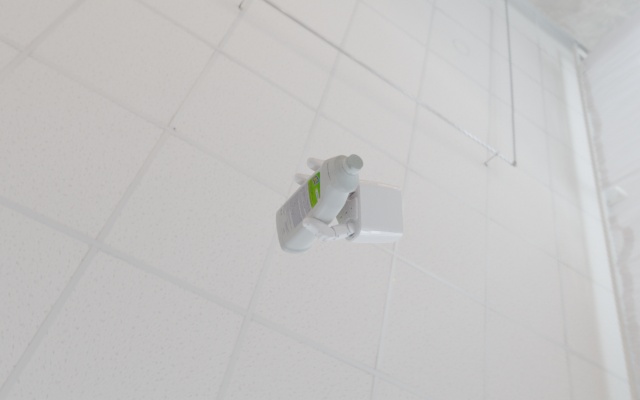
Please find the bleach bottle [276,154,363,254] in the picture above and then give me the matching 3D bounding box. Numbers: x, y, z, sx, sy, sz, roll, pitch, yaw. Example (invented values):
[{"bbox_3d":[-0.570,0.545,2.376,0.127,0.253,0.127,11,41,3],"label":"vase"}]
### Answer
[{"bbox_3d":[0.000,0.003,0.860,0.068,0.102,0.251,3,-29,-31],"label":"bleach bottle"}]
